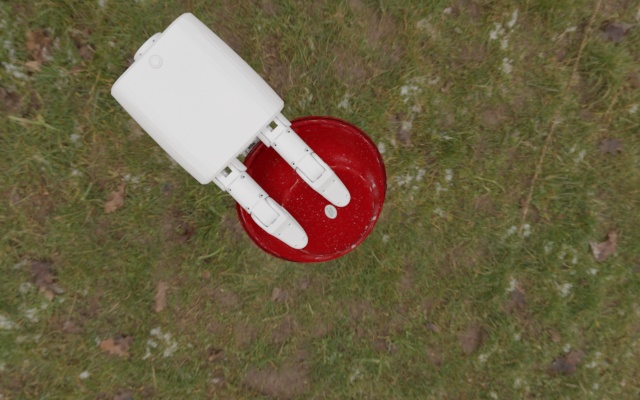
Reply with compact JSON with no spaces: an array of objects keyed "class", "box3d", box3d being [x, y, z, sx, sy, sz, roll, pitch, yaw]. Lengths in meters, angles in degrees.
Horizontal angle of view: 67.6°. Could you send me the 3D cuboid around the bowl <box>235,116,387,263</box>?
[{"class":"bowl","box3d":[0.001,0.002,0.470,0.162,0.162,0.055,0,21,-17]}]
